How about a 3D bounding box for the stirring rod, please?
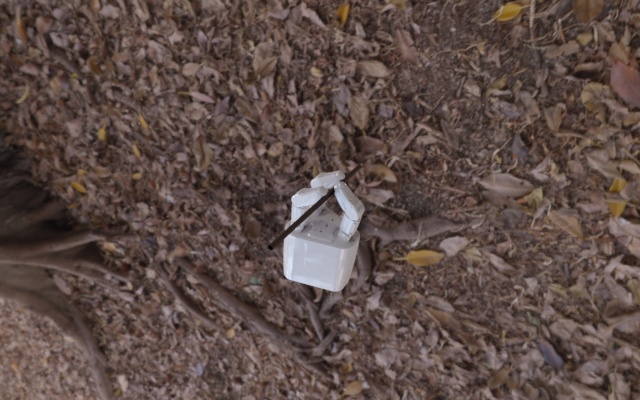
[{"bbox_3d":[0.000,0.002,0.680,0.011,0.011,0.239,0,28,36],"label":"stirring rod"}]
